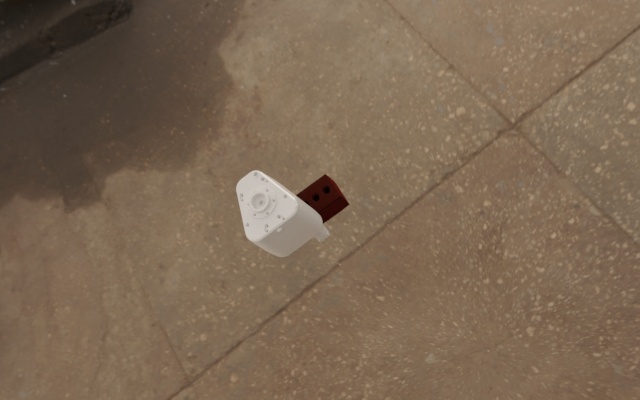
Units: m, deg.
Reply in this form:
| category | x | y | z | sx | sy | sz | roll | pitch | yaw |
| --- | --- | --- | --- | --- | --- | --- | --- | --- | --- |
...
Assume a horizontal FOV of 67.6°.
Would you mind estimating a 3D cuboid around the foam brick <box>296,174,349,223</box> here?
| category | x | y | z | sx | sy | sz | roll | pitch | yaw |
| --- | --- | --- | --- | --- | --- | --- | --- | --- | --- |
| foam brick | 0.000 | 0.002 | 0.819 | 0.078 | 0.053 | 0.051 | -37 | -26 | 5 |
